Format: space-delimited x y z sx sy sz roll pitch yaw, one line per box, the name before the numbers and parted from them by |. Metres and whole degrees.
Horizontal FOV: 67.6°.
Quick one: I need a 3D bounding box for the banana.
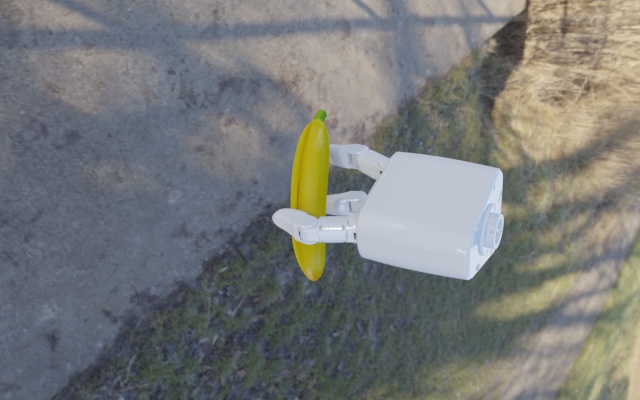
banana | -0.007 0.000 0.522 0.037 0.198 0.069 8 9 23
